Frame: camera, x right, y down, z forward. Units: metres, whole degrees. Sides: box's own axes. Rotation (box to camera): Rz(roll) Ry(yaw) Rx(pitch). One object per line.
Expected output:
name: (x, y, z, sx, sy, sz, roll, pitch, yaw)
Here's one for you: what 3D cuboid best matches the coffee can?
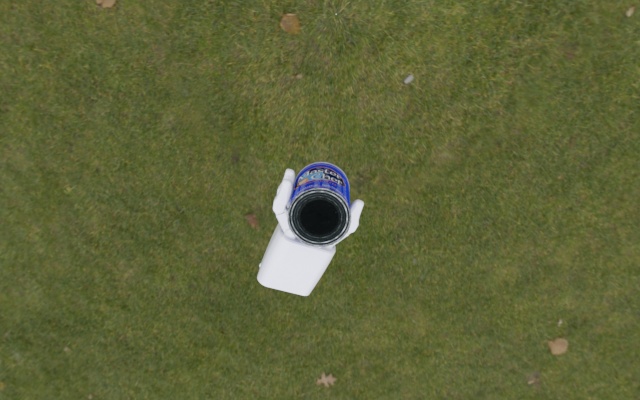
coffee can: (0.000, 0.002, 0.818, 0.103, 0.103, 0.140, 0, 21, 2)
